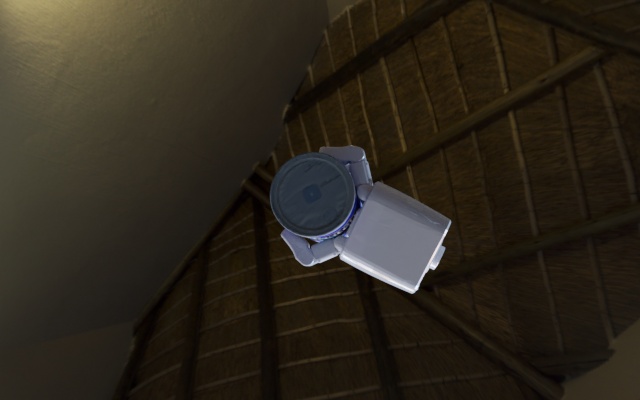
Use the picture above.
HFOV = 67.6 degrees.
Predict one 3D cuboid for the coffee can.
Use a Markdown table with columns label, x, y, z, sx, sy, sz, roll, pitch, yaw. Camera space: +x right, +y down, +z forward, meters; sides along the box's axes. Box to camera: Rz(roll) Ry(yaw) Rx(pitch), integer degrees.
| label | x | y | z | sx | sy | sz | roll | pitch | yaw |
| --- | --- | --- | --- | --- | --- | --- | --- | --- | --- |
| coffee can | 0.000 | 0.002 | 0.633 | 0.103 | 0.103 | 0.140 | 0 | -8 | 9 |
